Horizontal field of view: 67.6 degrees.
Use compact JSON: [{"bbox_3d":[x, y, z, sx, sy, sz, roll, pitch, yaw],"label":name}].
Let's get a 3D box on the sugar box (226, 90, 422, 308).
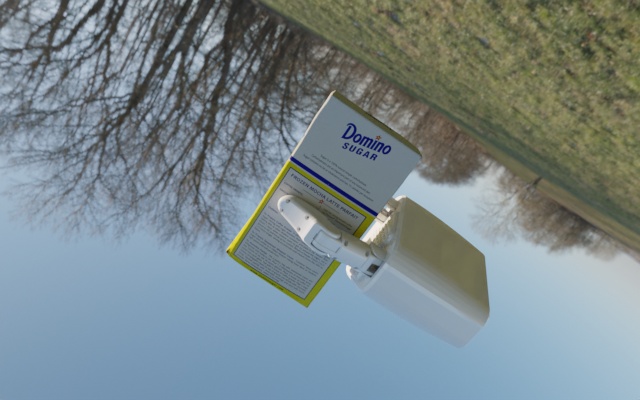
[{"bbox_3d":[0.000,0.001,0.429,0.093,0.176,0.048,34,16,-6],"label":"sugar box"}]
